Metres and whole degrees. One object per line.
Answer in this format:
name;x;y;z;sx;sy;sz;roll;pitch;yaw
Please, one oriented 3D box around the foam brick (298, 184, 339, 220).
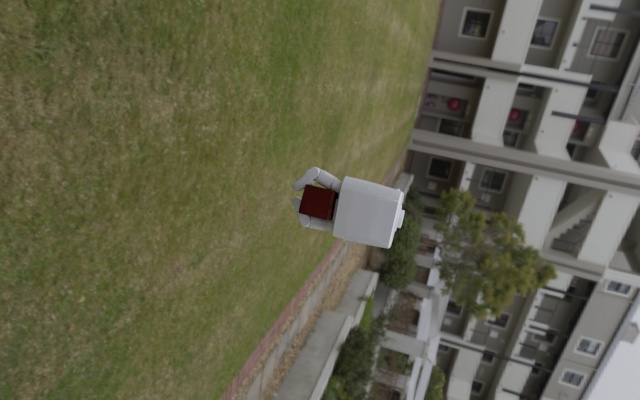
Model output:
foam brick;0.000;0.003;0.847;0.051;0.053;0.078;14;3;12
